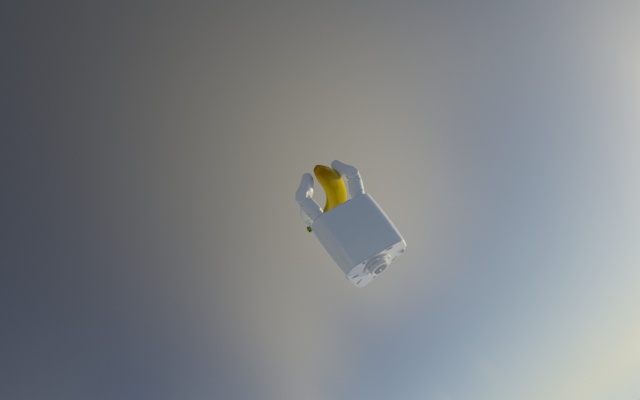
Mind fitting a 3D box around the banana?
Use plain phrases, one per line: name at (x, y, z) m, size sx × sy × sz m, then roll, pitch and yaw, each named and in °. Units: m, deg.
banana at (0.016, -0.001, 0.873) m, size 0.069 × 0.037 × 0.198 m, roll -21°, pitch -33°, yaw -20°
